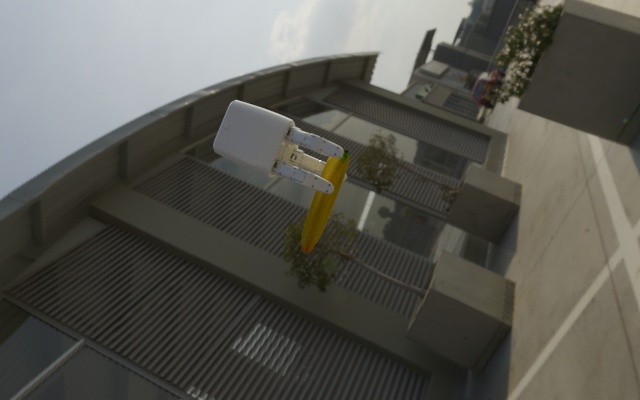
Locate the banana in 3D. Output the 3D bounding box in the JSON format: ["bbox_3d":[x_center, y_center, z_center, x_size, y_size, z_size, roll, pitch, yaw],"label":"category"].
[{"bbox_3d":[0.007,-0.007,0.782,0.037,0.198,0.069,23,27,7],"label":"banana"}]
